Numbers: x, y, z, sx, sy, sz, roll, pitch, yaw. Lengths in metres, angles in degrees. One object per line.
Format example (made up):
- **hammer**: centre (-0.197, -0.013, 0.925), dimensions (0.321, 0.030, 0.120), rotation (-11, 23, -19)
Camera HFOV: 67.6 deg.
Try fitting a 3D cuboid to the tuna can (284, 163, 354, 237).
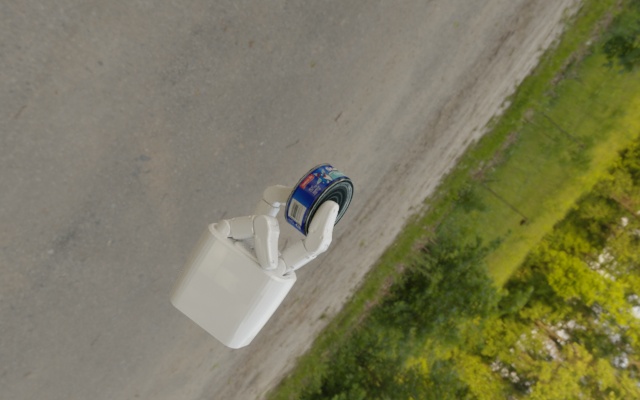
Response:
- **tuna can**: centre (0.001, 0.002, 0.558), dimensions (0.033, 0.086, 0.086), rotation (36, 18, 26)
